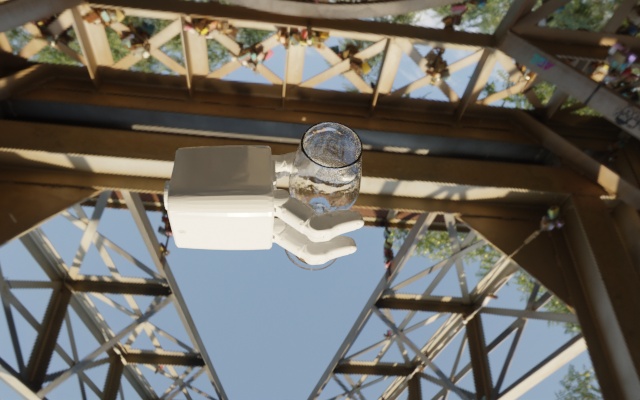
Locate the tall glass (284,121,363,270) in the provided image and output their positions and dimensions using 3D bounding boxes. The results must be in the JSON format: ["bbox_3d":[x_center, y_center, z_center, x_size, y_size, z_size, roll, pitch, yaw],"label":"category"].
[{"bbox_3d":[0.000,0.002,0.548,0.079,0.079,0.201,0,-35,-8],"label":"tall glass"}]
